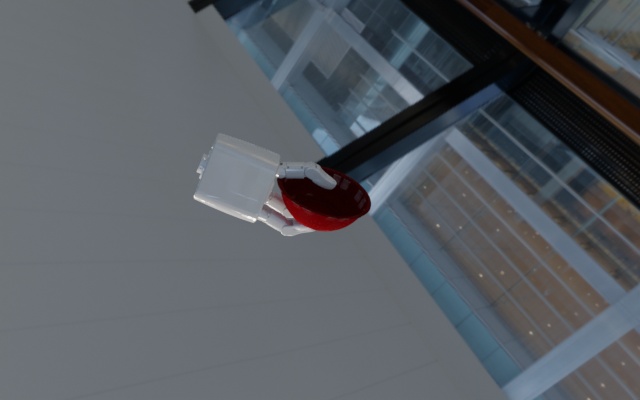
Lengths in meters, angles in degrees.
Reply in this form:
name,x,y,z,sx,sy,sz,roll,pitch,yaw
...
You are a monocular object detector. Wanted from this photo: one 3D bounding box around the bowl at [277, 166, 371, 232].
name,x,y,z,sx,sy,sz,roll,pitch,yaw
bowl,0.001,0.003,0.795,0.162,0.055,0.162,14,30,-8
